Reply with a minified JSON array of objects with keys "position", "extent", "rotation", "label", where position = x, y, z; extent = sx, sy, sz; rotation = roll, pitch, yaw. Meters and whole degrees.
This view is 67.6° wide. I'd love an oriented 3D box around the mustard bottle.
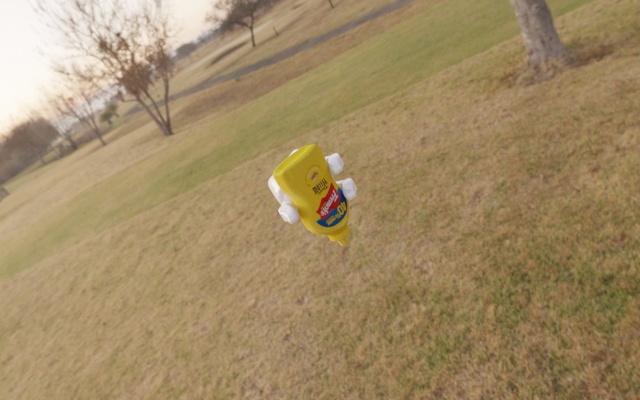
[{"position":[0.000,0.003,0.848],"extent":[0.058,0.192,0.096],"rotation":[-1,36,51],"label":"mustard bottle"}]
